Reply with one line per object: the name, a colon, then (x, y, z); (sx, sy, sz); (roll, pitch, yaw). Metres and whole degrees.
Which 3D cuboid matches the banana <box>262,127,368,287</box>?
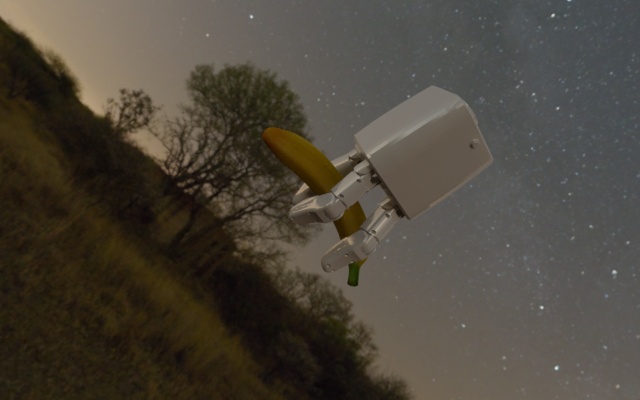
banana: (0.008, -0.004, 0.524); (0.037, 0.198, 0.069); (-23, 16, 31)
